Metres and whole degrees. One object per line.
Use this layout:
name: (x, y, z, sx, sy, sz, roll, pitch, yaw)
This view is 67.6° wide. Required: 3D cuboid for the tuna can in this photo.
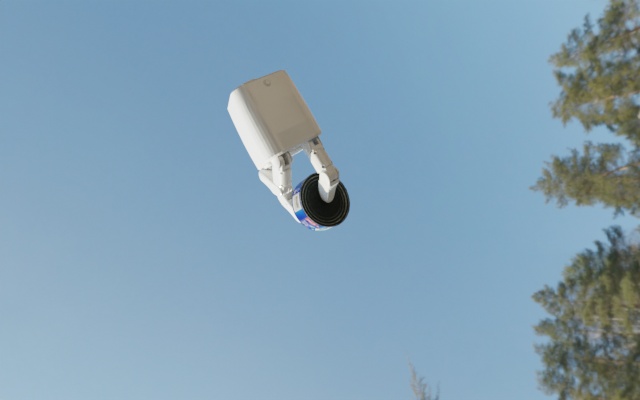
tuna can: (0.000, 0.003, 0.724, 0.086, 0.086, 0.034, 0, -16, -31)
